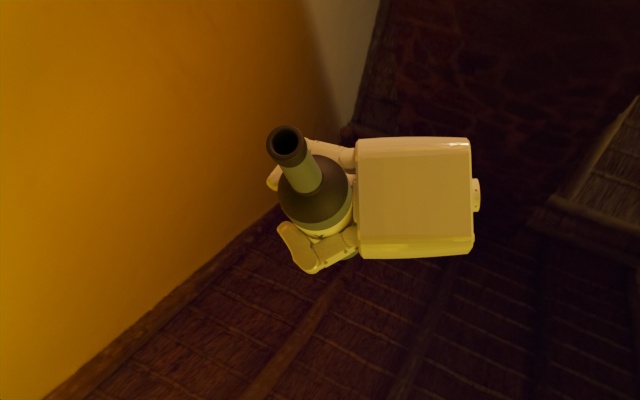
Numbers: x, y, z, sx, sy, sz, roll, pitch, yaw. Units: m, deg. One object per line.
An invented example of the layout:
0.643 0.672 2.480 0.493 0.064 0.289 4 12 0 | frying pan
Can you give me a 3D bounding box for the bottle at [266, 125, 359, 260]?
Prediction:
0.000 0.002 0.469 0.069 0.069 0.296 0 -16 10 | bottle
